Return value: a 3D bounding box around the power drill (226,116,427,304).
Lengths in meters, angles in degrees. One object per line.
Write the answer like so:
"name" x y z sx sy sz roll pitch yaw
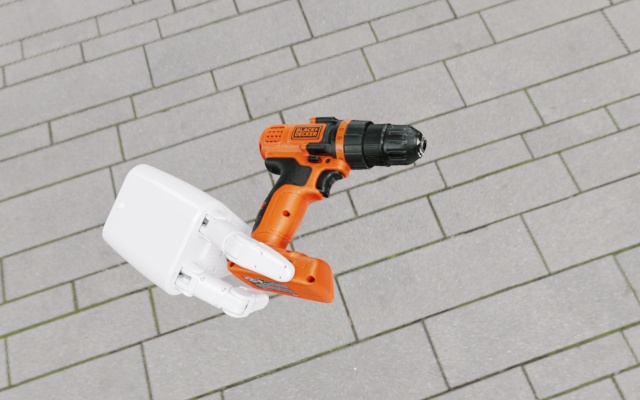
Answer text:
"power drill" 0.000 0.002 0.470 0.184 0.187 0.057 3 -29 30
